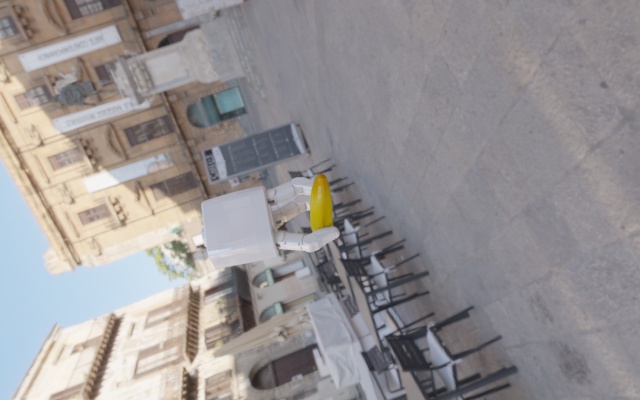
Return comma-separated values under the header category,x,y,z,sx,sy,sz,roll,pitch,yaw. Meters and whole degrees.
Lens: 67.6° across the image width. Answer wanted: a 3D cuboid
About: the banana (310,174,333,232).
category,x,y,z,sx,sy,sz,roll,pitch,yaw
banana,0.001,0.021,0.780,0.037,0.069,0.198,-4,-17,1
